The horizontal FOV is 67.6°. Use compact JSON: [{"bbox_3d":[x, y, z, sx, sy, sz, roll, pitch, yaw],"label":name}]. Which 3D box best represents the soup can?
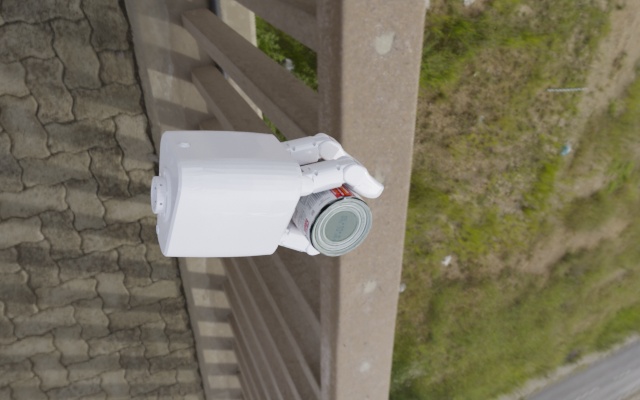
[{"bbox_3d":[0.001,0.002,0.492,0.068,0.068,0.102,0,29,-28],"label":"soup can"}]
